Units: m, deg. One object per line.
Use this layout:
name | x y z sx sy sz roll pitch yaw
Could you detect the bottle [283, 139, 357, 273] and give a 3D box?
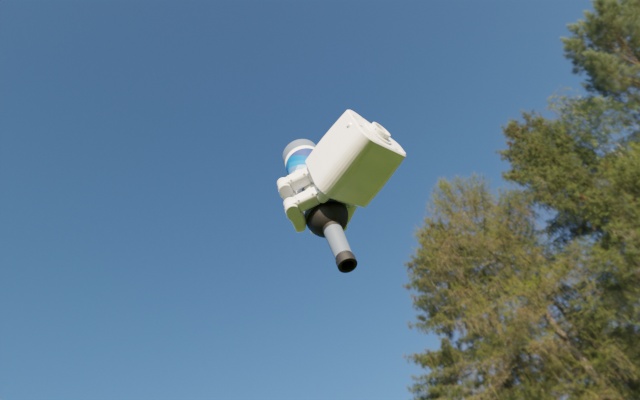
bottle | 0.000 0.002 0.752 0.069 0.069 0.295 0 35 -18
